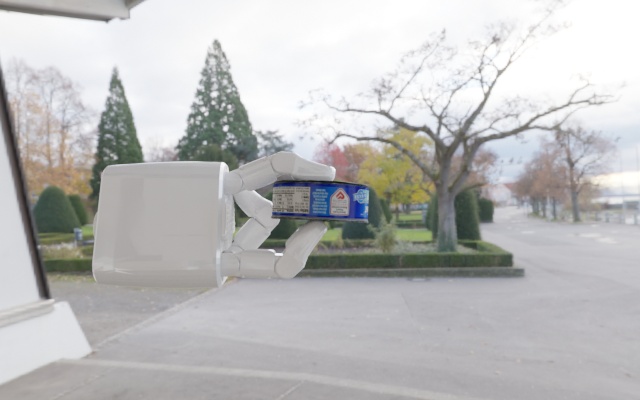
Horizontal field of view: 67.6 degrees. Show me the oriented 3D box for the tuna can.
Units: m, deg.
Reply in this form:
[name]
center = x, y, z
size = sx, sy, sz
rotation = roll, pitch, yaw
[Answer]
[tuna can]
center = 0.000, 0.001, 0.422
size = 0.086, 0.034, 0.086
rotation = 3, -2, 0
